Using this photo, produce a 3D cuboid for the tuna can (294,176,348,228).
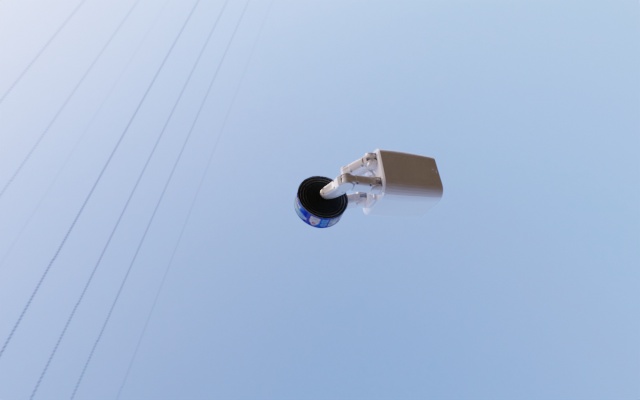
[{"bbox_3d":[0.000,0.003,0.790,0.086,0.086,0.034,0,-35,-19],"label":"tuna can"}]
